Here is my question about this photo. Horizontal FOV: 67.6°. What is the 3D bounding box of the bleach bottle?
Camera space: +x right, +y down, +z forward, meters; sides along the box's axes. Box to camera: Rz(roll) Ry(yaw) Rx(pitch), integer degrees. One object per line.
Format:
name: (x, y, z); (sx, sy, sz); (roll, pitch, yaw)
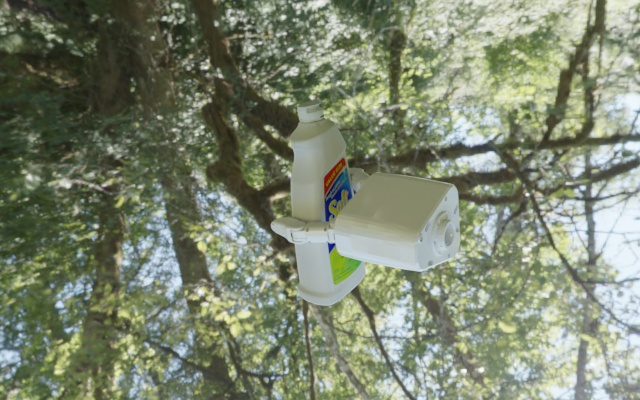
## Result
bleach bottle: (0.000, 0.002, 0.614); (0.068, 0.251, 0.102); (10, 29, 40)
